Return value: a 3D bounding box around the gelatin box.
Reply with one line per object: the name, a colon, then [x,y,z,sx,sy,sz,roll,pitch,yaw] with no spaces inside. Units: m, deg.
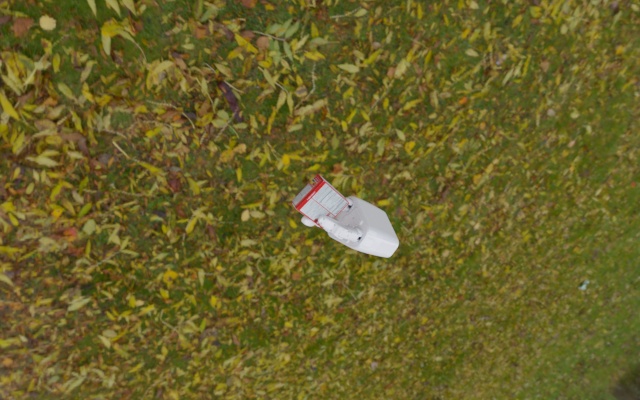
gelatin box: [0.000,0.003,0.892,0.089,0.073,0.030,39,9,-42]
